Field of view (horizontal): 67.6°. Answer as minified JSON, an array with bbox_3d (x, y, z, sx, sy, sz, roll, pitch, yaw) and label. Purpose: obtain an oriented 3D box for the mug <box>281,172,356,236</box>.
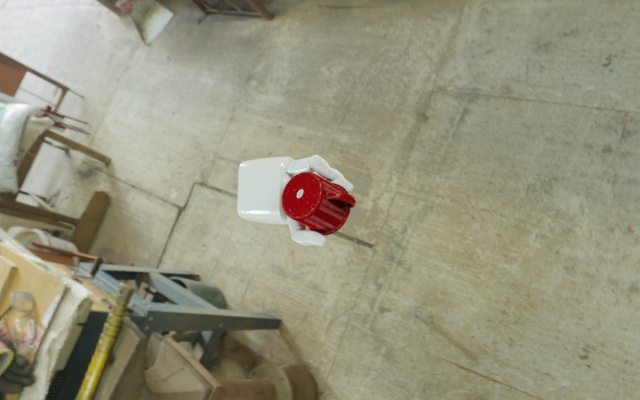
[{"bbox_3d":[0.001,0.003,0.774,0.117,0.093,0.081,-2,-18,34],"label":"mug"}]
